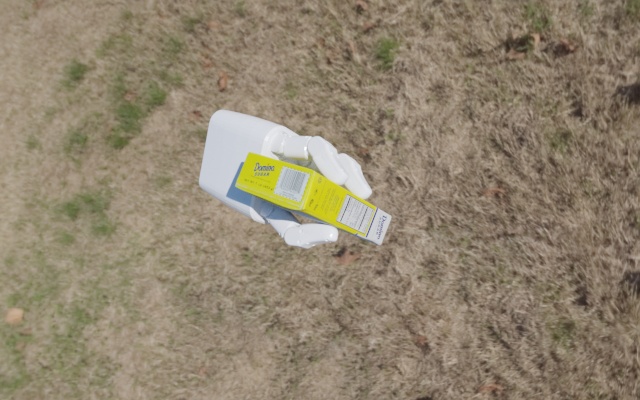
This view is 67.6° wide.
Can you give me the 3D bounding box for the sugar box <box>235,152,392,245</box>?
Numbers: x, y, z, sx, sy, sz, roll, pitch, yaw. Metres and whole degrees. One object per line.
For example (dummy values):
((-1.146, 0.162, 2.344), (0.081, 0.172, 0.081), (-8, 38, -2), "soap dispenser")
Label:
((0.000, 0.001, 0.531), (0.093, 0.048, 0.176), (20, -2, 35), "sugar box")
